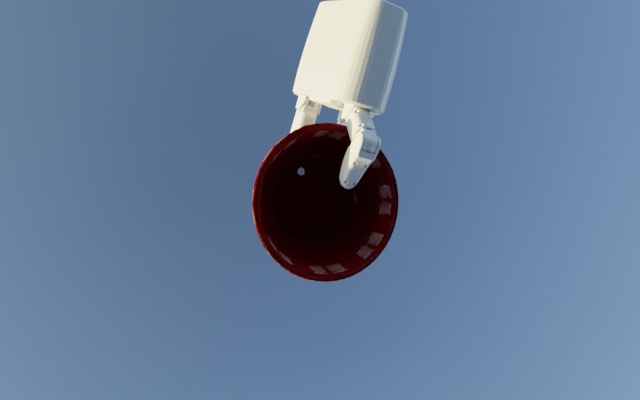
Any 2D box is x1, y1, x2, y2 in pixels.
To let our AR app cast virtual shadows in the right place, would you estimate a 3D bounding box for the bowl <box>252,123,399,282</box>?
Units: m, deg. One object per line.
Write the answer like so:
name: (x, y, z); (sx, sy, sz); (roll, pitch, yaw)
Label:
bowl: (-0.001, 0.003, 0.506); (0.162, 0.162, 0.055); (0, 1, -23)
